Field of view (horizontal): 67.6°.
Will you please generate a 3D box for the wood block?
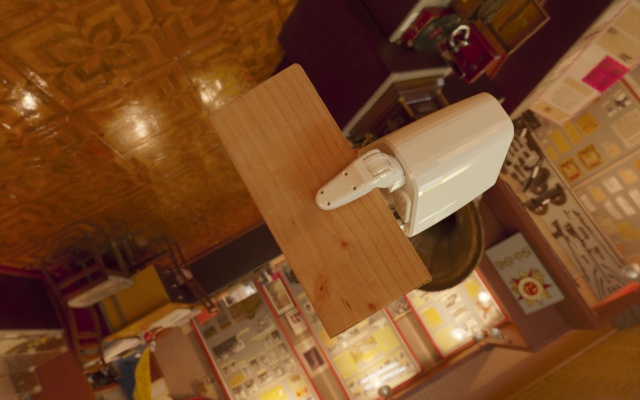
[{"bbox_3d":[0.000,0.001,0.415,0.090,0.206,0.091,-31,-13,2],"label":"wood block"}]
